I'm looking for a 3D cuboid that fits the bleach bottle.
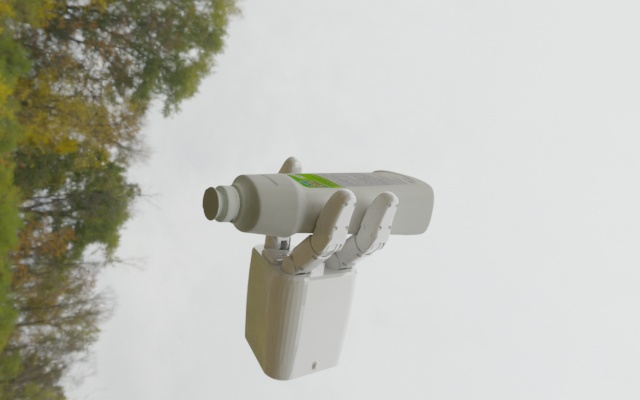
[{"bbox_3d":[0.000,0.002,0.476,0.251,0.068,0.102,1,12,-40],"label":"bleach bottle"}]
